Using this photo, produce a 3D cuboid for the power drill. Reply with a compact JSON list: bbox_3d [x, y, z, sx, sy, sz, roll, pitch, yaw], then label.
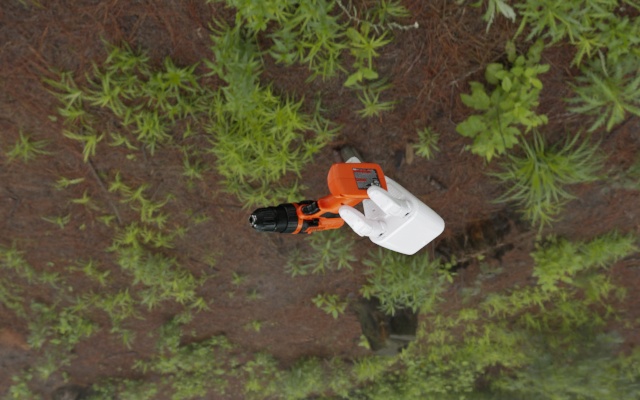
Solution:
[{"bbox_3d":[0.001,0.002,0.760,0.184,0.057,0.188,-4,-19,-38],"label":"power drill"}]
